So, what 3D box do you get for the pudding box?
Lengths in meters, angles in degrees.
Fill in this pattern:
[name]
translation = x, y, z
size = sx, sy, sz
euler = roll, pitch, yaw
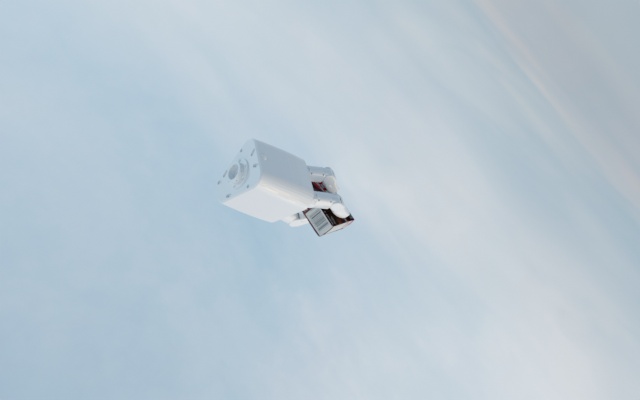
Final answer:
[pudding box]
translation = 0.000, 0.003, 0.832
size = 0.039, 0.113, 0.090
euler = -37, -11, 27
